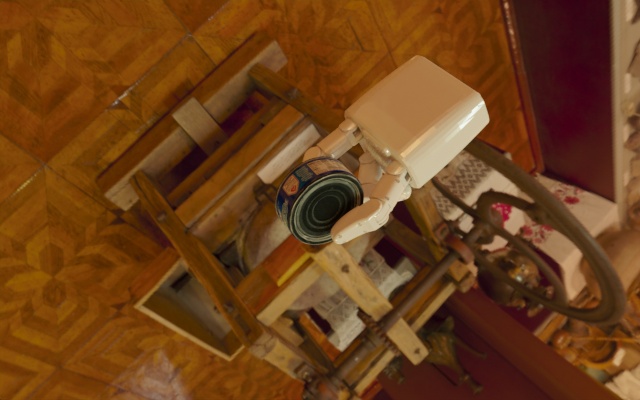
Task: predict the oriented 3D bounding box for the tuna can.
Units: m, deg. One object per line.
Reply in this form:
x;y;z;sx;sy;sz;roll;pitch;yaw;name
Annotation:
0.000;0.002;0.476;0.086;0.086;0.033;0;32;-33;tuna can
